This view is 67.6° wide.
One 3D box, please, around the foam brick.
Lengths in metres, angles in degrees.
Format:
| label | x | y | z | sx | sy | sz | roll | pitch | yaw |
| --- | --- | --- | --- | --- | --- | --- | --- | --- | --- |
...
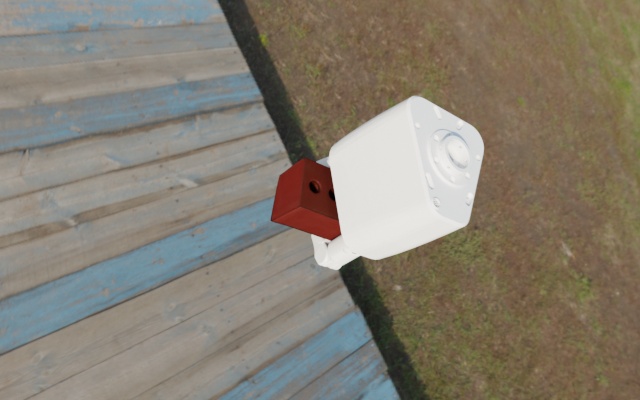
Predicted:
| label | x | y | z | sx | sy | sz | roll | pitch | yaw |
| --- | --- | --- | --- | --- | --- | --- | --- | --- | --- |
| foam brick | 0.000 | 0.002 | 0.467 | 0.078 | 0.053 | 0.051 | 20 | -28 | -28 |
